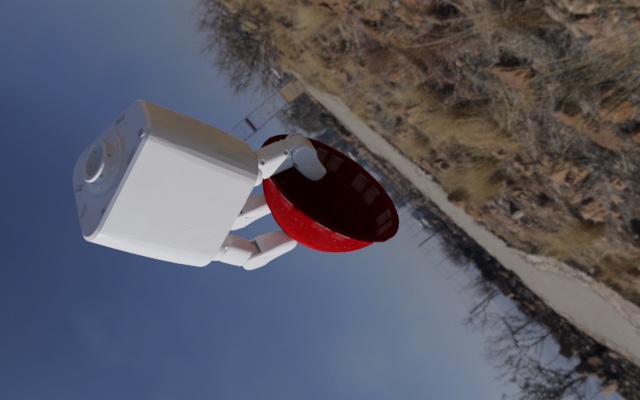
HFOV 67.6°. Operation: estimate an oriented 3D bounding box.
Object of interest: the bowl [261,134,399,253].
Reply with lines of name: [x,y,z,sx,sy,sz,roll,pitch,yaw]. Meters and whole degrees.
bowl: [0.001,0.002,0.497,0.162,0.055,0.162,25,30,-16]
